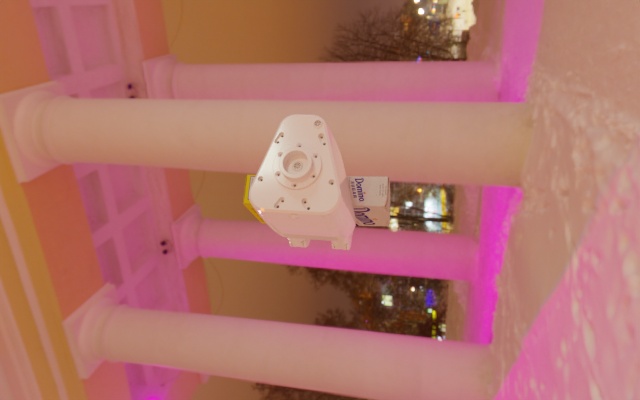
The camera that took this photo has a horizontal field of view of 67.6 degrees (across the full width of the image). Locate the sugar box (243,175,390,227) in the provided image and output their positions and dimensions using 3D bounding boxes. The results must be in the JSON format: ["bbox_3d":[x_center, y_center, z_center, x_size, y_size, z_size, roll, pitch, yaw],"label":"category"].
[{"bbox_3d":[0.000,0.002,0.610,0.176,0.048,0.093,3,-17,11],"label":"sugar box"}]
